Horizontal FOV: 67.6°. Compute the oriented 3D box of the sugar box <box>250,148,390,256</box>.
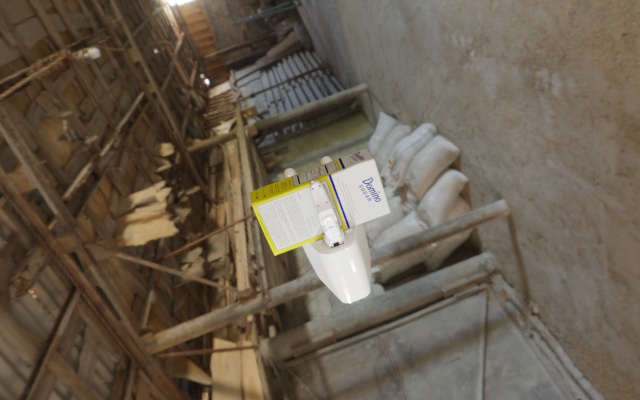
[{"bbox_3d":[0.000,0.002,0.667,0.176,0.093,0.048,-21,30,-1],"label":"sugar box"}]
